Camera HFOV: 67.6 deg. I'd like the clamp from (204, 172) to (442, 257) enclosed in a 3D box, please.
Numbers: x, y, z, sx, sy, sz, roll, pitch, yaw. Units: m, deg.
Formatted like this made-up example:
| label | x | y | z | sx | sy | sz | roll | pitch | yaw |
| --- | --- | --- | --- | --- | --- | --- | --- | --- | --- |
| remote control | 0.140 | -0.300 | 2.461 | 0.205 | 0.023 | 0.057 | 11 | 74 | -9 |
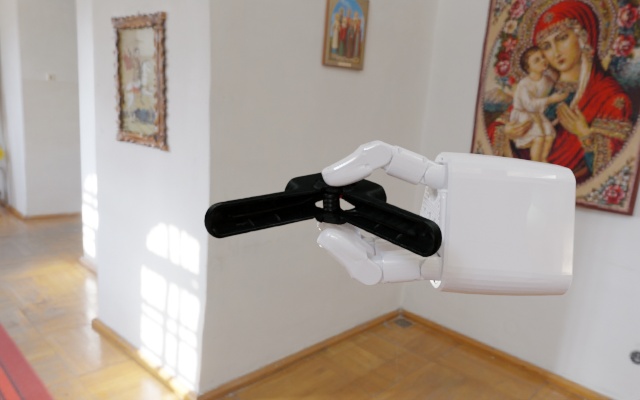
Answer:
| label | x | y | z | sx | sy | sz | roll | pitch | yaw |
| --- | --- | --- | --- | --- | --- | --- | --- | --- | --- |
| clamp | 0.000 | 0.000 | 0.413 | 0.164 | 0.036 | 0.210 | 4 | 13 | -1 |
